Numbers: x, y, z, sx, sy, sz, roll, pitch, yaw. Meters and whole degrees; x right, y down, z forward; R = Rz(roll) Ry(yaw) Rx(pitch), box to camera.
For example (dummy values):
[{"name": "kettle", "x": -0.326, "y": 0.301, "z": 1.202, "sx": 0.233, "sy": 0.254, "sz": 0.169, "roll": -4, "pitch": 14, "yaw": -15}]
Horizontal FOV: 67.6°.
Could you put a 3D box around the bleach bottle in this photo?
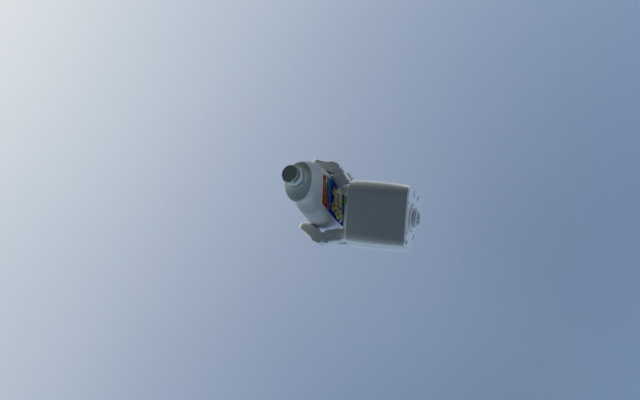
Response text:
[{"name": "bleach bottle", "x": 0.000, "y": 0.003, "z": 0.849, "sx": 0.068, "sy": 0.102, "sz": 0.251, "roll": 4, "pitch": -15, "yaw": 26}]
